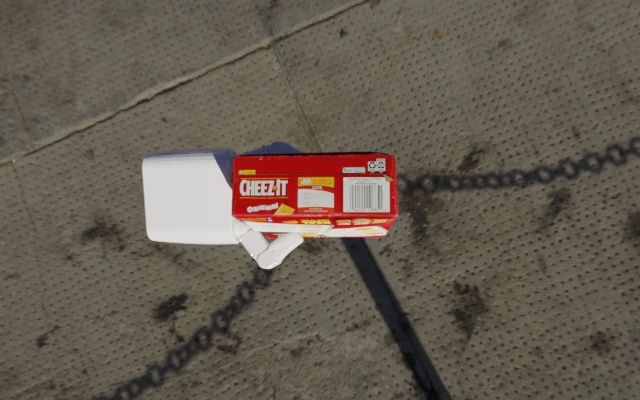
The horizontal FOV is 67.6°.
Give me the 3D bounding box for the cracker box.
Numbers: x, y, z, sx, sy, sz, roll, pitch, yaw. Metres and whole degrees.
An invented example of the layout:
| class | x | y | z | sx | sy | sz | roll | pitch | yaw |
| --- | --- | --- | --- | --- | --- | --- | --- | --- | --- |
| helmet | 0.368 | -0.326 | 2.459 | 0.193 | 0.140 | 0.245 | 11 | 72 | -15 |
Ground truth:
| class | x | y | z | sx | sy | sz | roll | pitch | yaw |
| --- | --- | --- | --- | --- | --- | --- | --- | --- | --- |
| cracker box | 0.000 | 0.002 | 0.566 | 0.164 | 0.072 | 0.214 | -1 | -9 | 4 |
